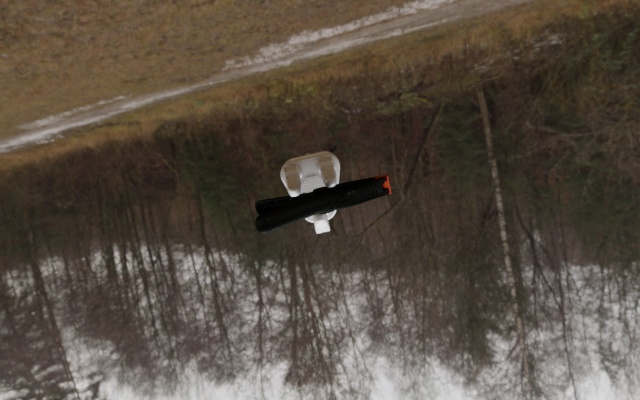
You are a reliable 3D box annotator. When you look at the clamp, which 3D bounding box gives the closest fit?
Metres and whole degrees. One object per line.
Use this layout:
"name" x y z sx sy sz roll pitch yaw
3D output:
"clamp" 0.001 0.003 0.688 0.210 0.036 0.164 -13 10 1
